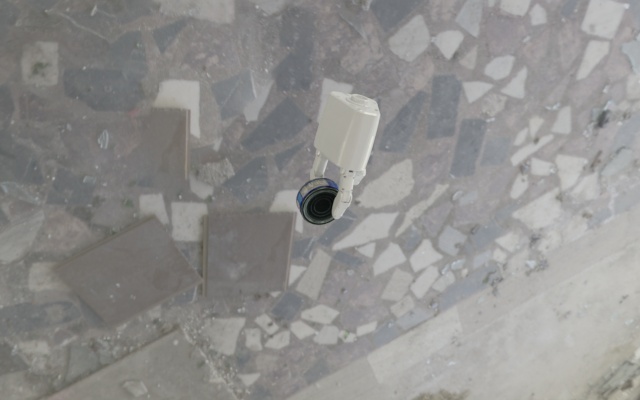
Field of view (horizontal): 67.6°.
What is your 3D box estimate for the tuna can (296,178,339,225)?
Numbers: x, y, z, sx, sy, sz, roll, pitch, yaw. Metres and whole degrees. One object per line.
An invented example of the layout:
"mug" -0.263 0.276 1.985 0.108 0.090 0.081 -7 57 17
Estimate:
"tuna can" 0.000 0.003 0.881 0.086 0.086 0.033 0 33 -20
